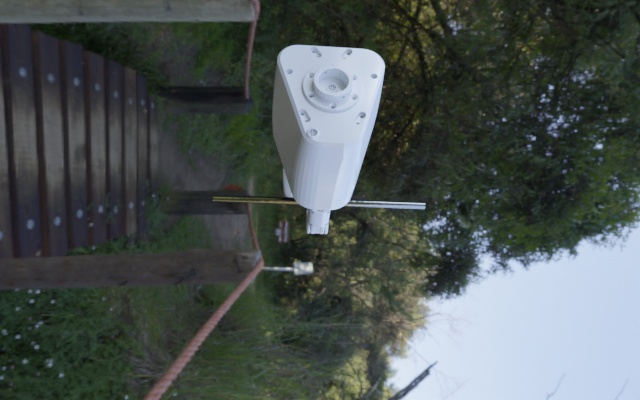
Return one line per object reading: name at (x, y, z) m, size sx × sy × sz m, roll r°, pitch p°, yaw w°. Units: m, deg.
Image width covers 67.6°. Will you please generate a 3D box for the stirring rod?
stirring rod at (0.000, 0.002, 0.542) m, size 0.239 × 0.011 × 0.011 m, roll 2°, pitch 0°, yaw -4°
